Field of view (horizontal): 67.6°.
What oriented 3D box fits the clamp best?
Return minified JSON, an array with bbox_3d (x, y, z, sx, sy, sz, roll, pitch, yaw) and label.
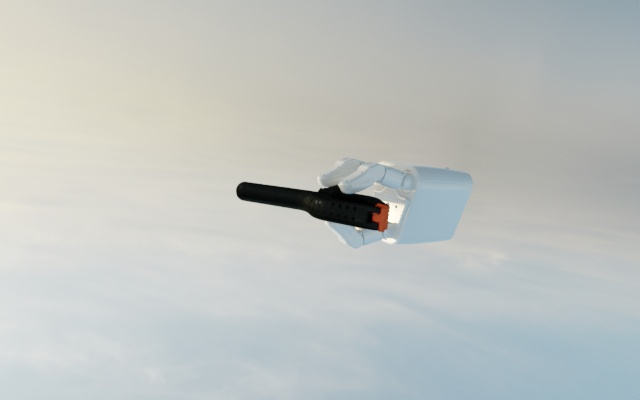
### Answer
[{"bbox_3d":[0.000,0.003,0.594,0.164,0.036,0.210,-1,11,-30],"label":"clamp"}]
